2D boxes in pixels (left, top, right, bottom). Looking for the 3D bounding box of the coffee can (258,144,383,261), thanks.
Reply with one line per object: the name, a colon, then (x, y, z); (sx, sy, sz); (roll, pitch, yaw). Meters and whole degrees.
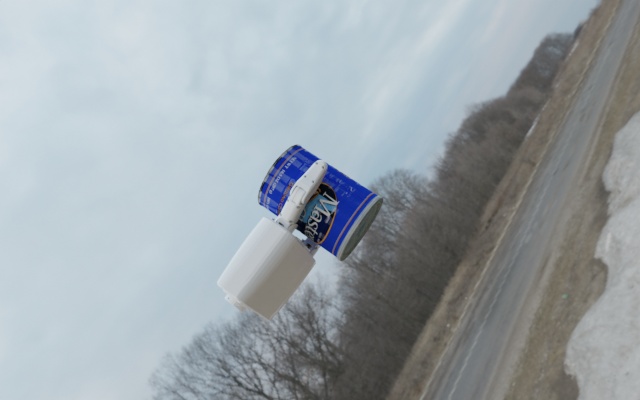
coffee can: (0.000, 0.002, 0.658); (0.140, 0.103, 0.103); (34, 9, 14)
